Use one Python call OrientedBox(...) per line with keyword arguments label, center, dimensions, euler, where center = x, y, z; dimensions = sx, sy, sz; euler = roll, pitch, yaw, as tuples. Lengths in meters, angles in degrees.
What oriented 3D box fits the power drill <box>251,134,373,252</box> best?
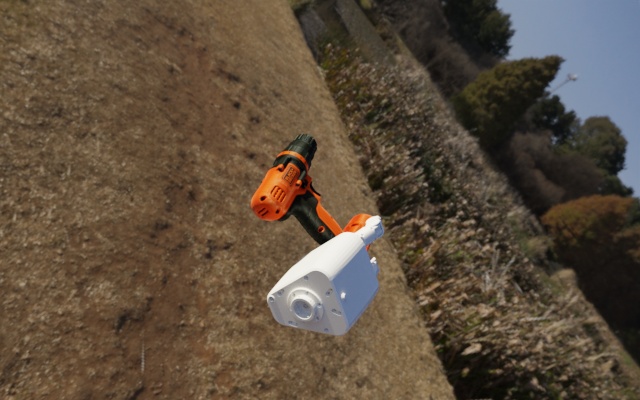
OrientedBox(label="power drill", center=(0.000, 0.003, 0.721), dimensions=(0.188, 0.184, 0.057), euler=(41, -45, -13))
